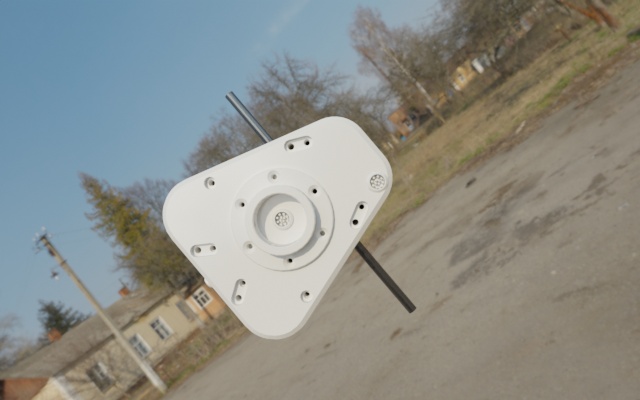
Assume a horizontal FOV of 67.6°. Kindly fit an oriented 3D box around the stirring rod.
[{"bbox_3d":[0.000,0.001,0.405,0.011,0.239,0.011,-40,-1,-1],"label":"stirring rod"}]
